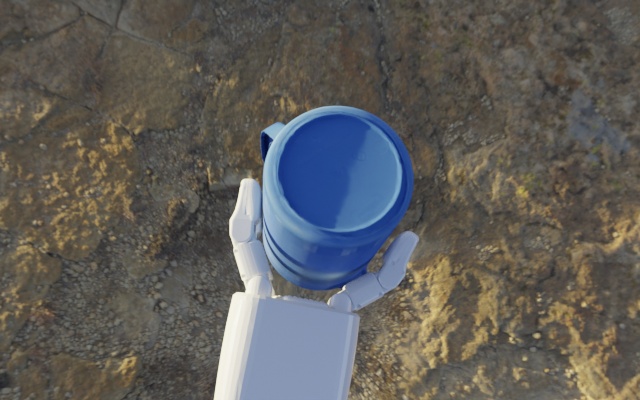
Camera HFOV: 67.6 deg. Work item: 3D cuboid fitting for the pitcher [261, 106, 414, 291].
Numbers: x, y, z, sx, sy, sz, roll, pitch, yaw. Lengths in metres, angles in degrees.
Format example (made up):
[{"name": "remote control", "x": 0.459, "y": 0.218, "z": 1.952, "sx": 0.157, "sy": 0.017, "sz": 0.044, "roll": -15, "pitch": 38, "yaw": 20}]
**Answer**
[{"name": "pitcher", "x": 0.000, "y": 0.002, "z": 0.448, "sx": 0.149, "sy": 0.145, "sz": 0.243, "roll": 12, "pitch": -15, "yaw": 0}]
